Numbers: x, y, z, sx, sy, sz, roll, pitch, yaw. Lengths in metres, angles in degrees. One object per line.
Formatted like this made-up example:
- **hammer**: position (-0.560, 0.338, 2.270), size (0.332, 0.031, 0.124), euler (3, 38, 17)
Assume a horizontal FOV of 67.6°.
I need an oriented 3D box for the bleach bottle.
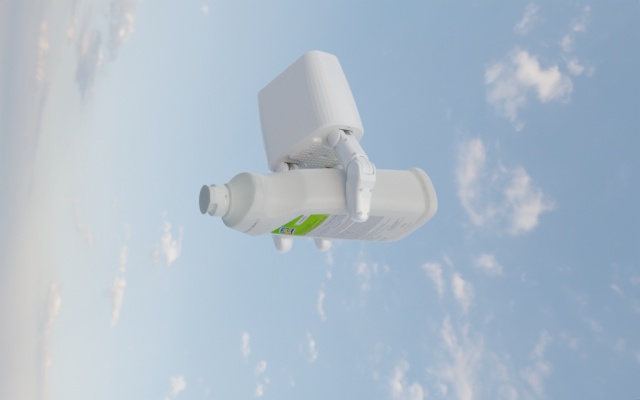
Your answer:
- **bleach bottle**: position (0.000, 0.002, 0.507), size (0.251, 0.068, 0.103), euler (4, -32, -34)
